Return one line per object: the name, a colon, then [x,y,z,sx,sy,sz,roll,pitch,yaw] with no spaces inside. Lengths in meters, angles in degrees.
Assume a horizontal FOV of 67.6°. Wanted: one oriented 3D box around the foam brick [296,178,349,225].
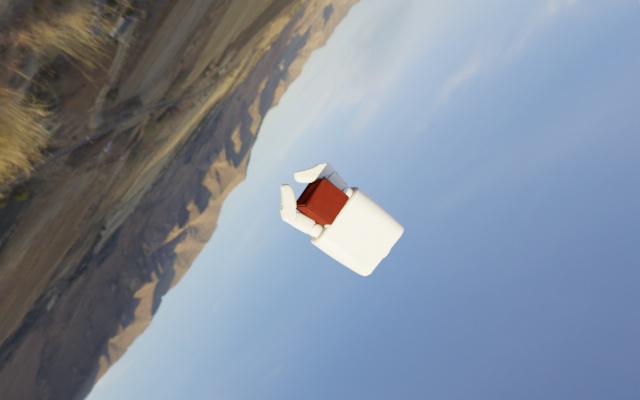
foam brick: [0.000,0.002,0.737,0.051,0.053,0.078,37,-11,-13]
